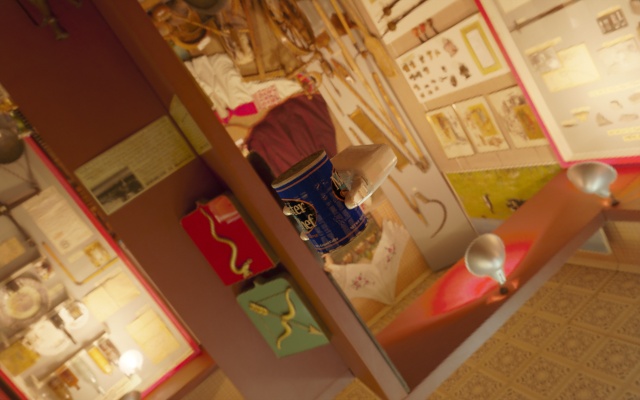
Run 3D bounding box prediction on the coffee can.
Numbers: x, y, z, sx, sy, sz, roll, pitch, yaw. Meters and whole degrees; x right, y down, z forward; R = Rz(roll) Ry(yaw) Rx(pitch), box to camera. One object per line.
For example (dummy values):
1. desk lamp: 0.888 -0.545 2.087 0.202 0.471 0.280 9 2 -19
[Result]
1. coffee can: 0.000 0.003 0.787 0.103 0.140 0.102 -32 12 8
